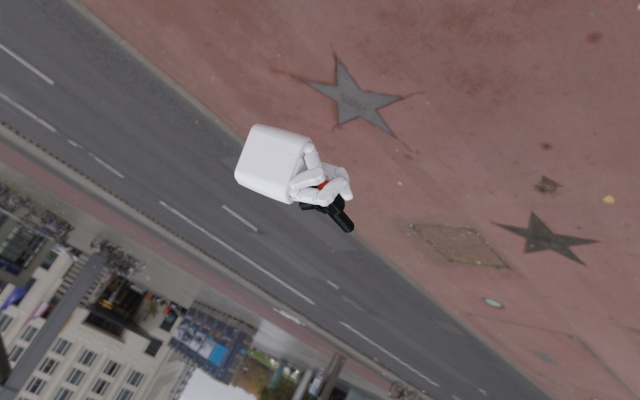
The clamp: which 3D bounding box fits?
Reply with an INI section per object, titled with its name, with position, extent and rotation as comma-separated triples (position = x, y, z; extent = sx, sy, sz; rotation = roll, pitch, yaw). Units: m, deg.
[clamp]
position = 0.000, 0.003, 0.888
extent = 0.120, 0.039, 0.171
rotation = 18, -22, 19
